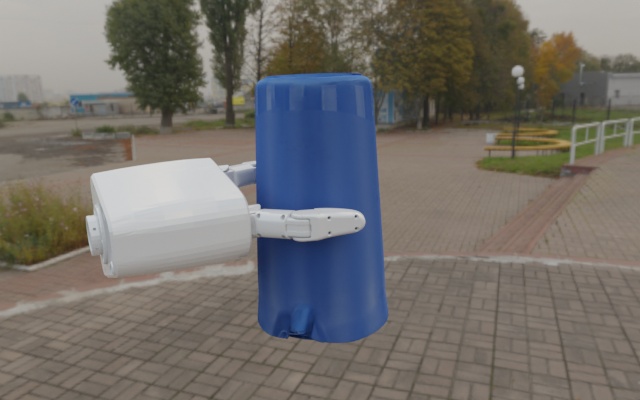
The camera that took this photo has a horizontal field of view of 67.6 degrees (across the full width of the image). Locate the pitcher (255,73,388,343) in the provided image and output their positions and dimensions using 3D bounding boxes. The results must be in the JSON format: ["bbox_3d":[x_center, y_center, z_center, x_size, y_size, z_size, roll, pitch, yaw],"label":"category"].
[{"bbox_3d":[0.000,0.002,0.474,0.145,0.243,0.149,-9,14,-28],"label":"pitcher"}]
